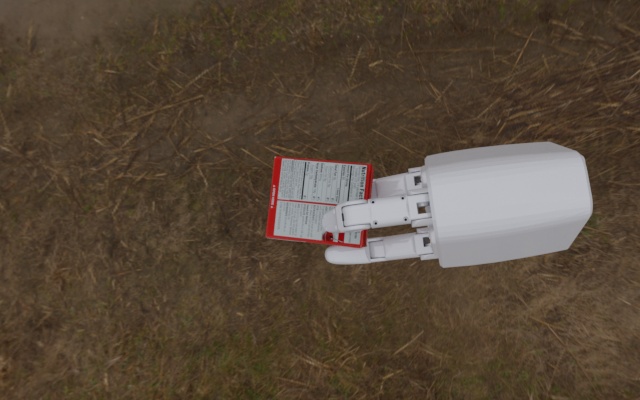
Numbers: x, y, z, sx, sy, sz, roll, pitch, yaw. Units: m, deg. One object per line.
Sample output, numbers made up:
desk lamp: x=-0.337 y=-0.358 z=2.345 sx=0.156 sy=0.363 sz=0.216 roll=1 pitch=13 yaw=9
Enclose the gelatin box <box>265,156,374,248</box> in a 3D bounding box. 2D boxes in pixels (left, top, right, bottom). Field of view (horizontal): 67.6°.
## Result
gelatin box: x=0.000 y=0.001 z=0.424 sx=0.089 sy=0.073 sz=0.030 roll=5 pitch=-2 yaw=9
